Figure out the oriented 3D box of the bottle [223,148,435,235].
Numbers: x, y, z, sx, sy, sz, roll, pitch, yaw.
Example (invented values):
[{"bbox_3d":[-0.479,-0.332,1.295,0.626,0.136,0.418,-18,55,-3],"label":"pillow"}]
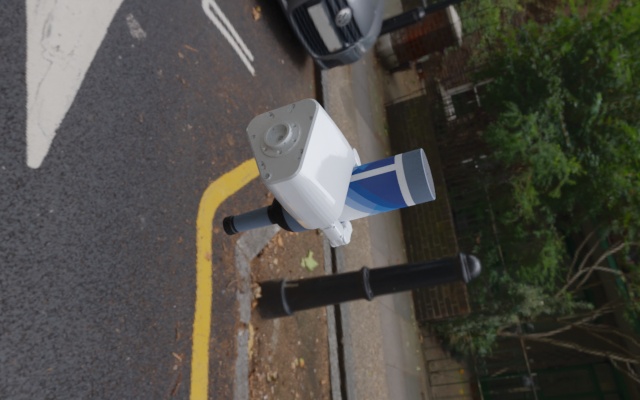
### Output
[{"bbox_3d":[0.000,0.002,0.643,0.296,0.069,0.069,-15,-5,19],"label":"bottle"}]
